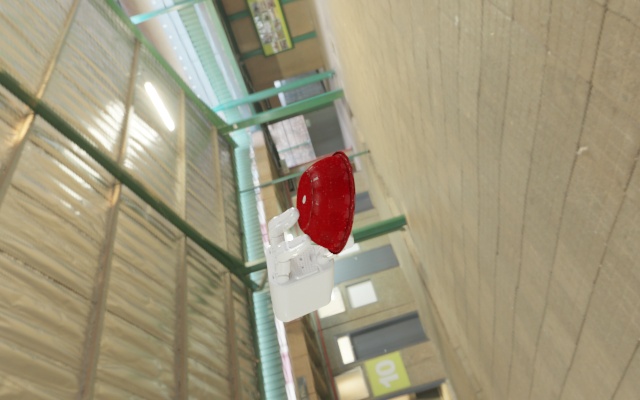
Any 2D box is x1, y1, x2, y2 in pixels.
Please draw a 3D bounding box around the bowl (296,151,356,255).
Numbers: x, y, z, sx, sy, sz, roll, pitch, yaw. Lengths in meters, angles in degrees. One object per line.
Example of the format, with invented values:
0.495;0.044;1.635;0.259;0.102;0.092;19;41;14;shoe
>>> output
0.000;0.001;0.736;0.055;0.162;0.162;3;-1;-17;bowl
